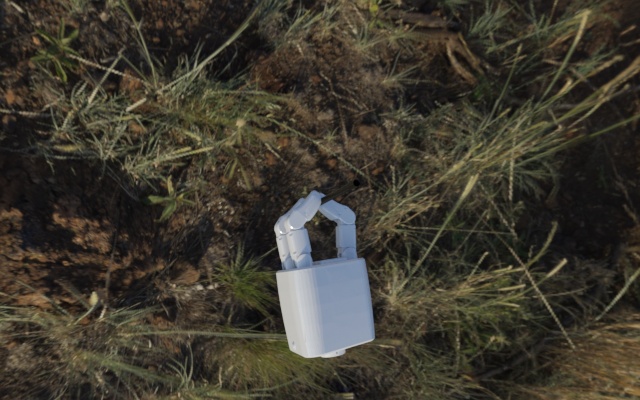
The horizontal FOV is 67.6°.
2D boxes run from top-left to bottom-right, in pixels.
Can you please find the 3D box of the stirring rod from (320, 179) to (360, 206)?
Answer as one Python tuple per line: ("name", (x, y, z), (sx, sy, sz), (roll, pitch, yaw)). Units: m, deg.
("stirring rod", (0.000, 0.002, 0.609), (0.011, 0.011, 0.239), (0, -10, -19))
